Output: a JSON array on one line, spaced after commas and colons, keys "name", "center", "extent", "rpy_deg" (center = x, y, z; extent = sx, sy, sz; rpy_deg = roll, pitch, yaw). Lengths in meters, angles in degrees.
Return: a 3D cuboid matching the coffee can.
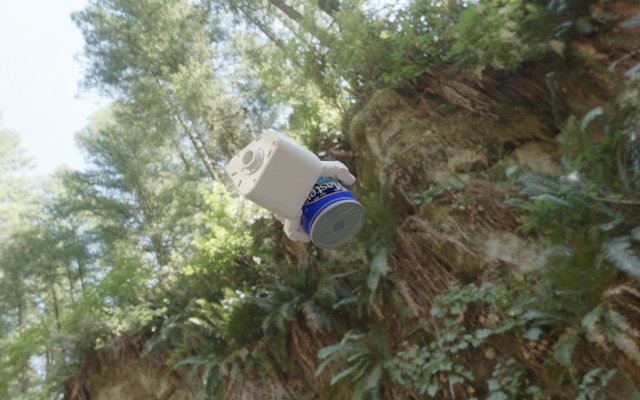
[{"name": "coffee can", "center": [0.000, 0.003, 0.847], "extent": [0.103, 0.103, 0.140], "rpy_deg": [0, 36, -34]}]
